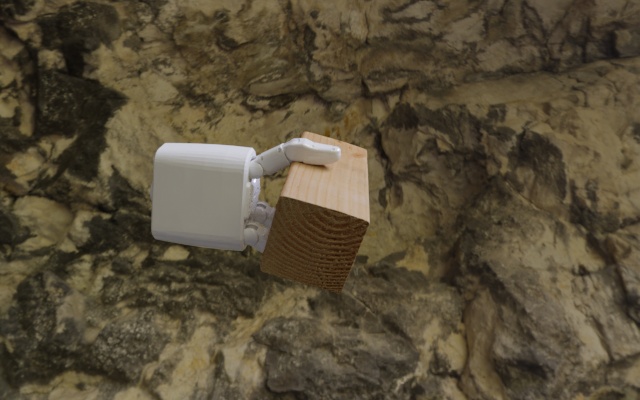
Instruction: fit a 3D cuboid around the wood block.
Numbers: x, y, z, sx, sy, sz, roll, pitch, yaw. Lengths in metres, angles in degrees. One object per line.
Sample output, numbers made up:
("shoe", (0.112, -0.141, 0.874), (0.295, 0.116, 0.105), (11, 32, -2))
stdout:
("wood block", (0.000, 0.001, 0.554), (0.090, 0.091, 0.206), (17, 26, -3))
